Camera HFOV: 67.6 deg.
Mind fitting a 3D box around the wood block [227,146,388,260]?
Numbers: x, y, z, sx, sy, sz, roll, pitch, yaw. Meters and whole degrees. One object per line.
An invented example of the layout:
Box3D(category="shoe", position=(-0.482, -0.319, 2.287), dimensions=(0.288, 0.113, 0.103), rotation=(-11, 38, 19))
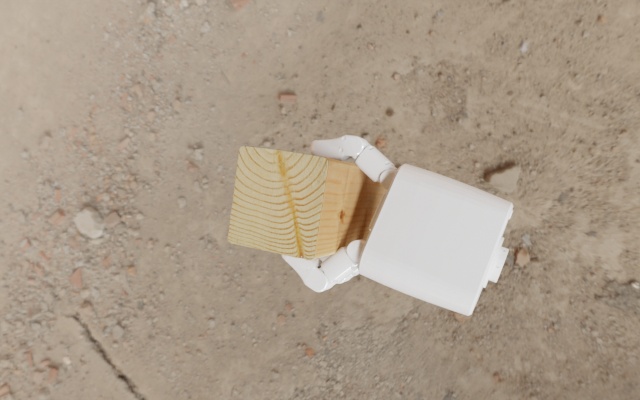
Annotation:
Box3D(category="wood block", position=(0.000, 0.001, 0.509), dimensions=(0.090, 0.091, 0.206), rotation=(10, 3, 22))
